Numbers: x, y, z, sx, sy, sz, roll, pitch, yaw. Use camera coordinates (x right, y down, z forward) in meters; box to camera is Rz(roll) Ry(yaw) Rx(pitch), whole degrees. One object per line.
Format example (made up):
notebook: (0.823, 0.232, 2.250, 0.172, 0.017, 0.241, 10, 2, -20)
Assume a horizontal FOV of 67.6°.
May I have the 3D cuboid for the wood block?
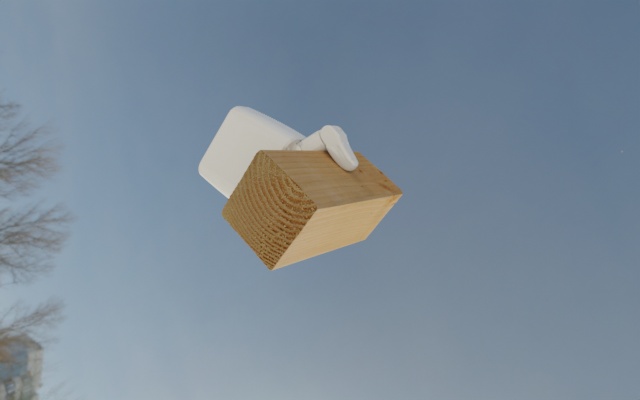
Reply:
wood block: (0.000, 0.001, 0.558, 0.090, 0.091, 0.206, 45, 26, 20)
